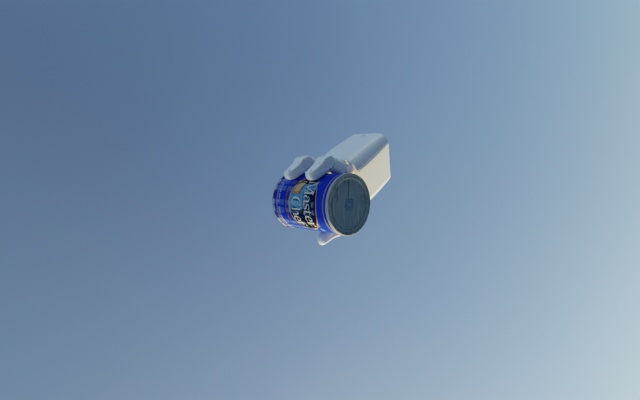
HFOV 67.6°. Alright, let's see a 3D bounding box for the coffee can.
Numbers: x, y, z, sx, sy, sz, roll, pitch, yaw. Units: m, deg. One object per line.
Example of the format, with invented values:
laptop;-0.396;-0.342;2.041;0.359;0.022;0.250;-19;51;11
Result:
coffee can;0.000;0.003;0.826;0.103;0.103;0.140;0;3;-44
